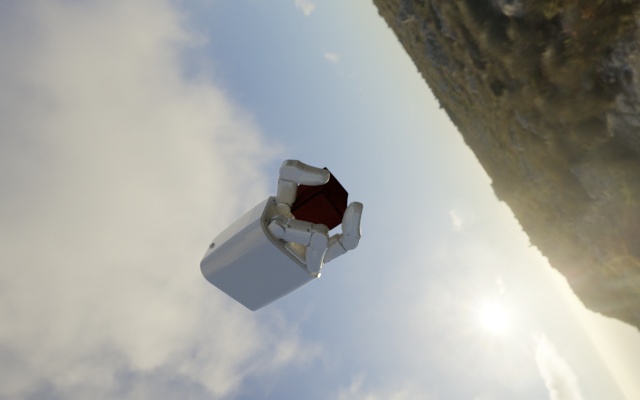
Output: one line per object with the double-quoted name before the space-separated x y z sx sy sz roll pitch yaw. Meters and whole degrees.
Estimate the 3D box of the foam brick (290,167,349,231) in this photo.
"foam brick" 0.000 0.002 0.615 0.051 0.053 0.078 -34 18 19
